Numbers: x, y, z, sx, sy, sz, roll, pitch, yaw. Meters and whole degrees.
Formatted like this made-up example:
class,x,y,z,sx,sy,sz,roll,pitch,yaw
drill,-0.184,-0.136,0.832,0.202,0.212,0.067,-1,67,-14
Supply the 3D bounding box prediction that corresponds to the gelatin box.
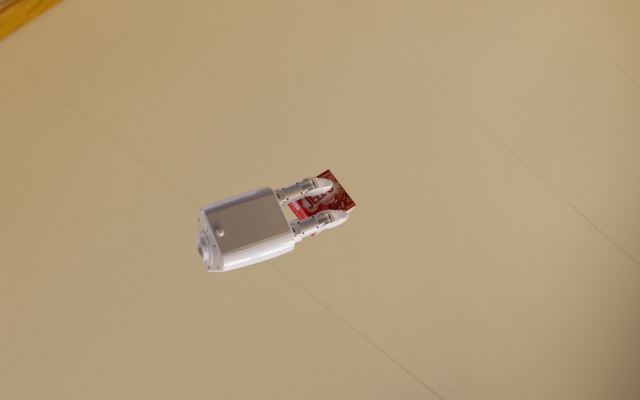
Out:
class,x,y,z,sx,sy,sz,roll,pitch,yaw
gelatin box,0.000,0.002,0.734,0.089,0.073,0.030,-31,-10,-36
